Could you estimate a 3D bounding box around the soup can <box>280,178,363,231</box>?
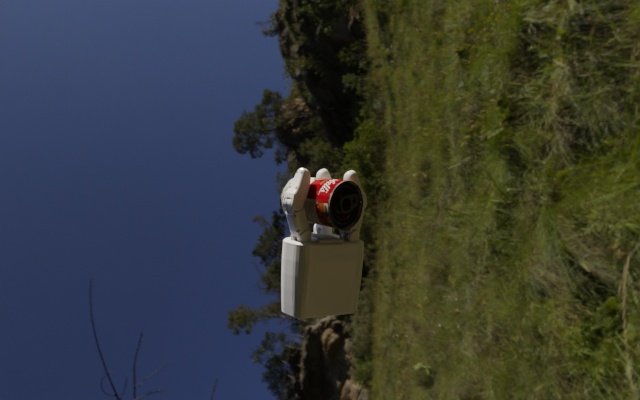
[{"bbox_3d":[0.000,0.002,0.676,0.068,0.068,0.102,0,5,-45],"label":"soup can"}]
